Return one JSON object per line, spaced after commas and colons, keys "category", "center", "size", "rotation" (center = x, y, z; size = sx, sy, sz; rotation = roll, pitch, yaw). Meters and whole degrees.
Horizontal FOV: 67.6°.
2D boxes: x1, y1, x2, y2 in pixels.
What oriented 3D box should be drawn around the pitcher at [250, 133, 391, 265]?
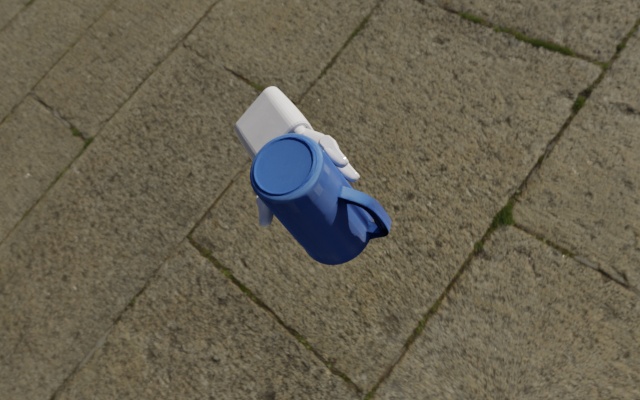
{"category": "pitcher", "center": [0.000, 0.002, 0.734], "size": [0.149, 0.145, 0.243], "rotation": [-35, -31, 2]}
